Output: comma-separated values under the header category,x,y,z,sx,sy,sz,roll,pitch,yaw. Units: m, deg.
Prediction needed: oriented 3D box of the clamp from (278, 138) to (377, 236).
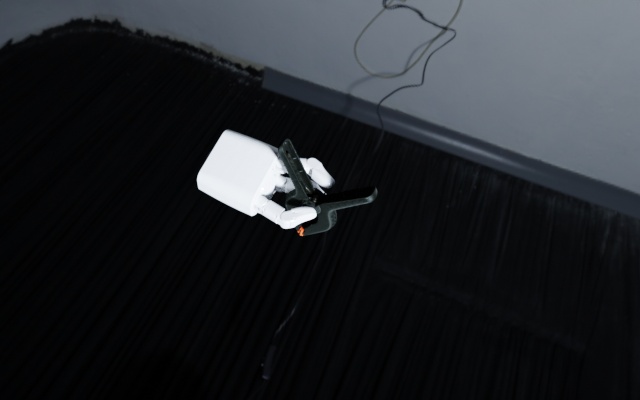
category,x,y,z,sx,sy,sz,roll,pitch,yaw
clamp,-0.001,0.003,0.781,0.164,0.036,0.210,26,-34,10
